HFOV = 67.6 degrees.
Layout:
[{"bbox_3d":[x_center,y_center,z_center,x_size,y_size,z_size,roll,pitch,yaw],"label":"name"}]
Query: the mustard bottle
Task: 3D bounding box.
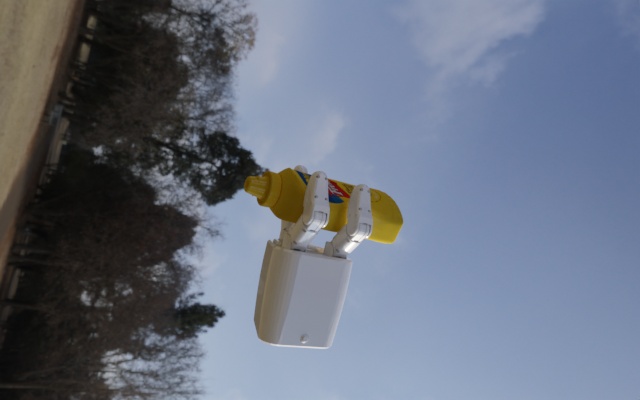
[{"bbox_3d":[0.000,0.002,0.572,0.191,0.058,0.096,13,23,-29],"label":"mustard bottle"}]
